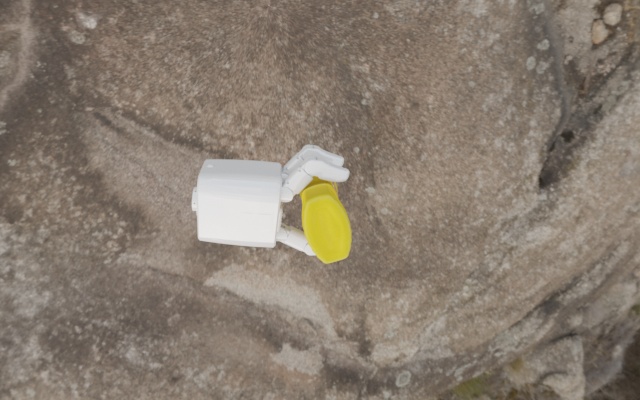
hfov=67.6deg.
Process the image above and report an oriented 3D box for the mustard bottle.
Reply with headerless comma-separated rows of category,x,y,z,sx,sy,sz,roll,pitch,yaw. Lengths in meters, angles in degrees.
mustard bottle,0.000,0.002,0.670,0.058,0.096,0.191,-17,23,1
